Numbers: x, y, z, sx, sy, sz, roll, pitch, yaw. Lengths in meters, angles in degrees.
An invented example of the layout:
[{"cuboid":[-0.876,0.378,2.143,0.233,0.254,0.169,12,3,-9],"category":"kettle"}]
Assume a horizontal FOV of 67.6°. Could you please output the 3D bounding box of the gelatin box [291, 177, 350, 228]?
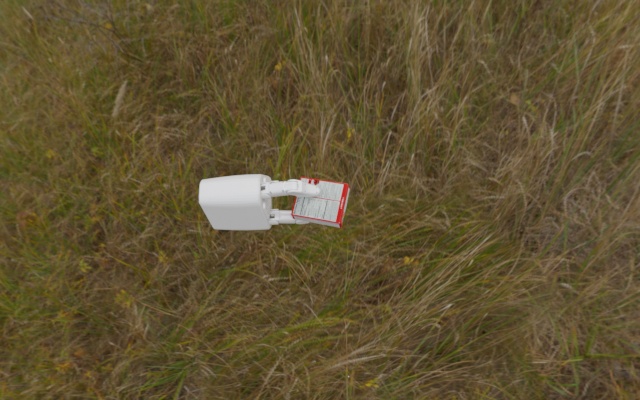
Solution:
[{"cuboid":[0.000,0.003,0.825,0.089,0.073,0.030,9,-18,12],"category":"gelatin box"}]
